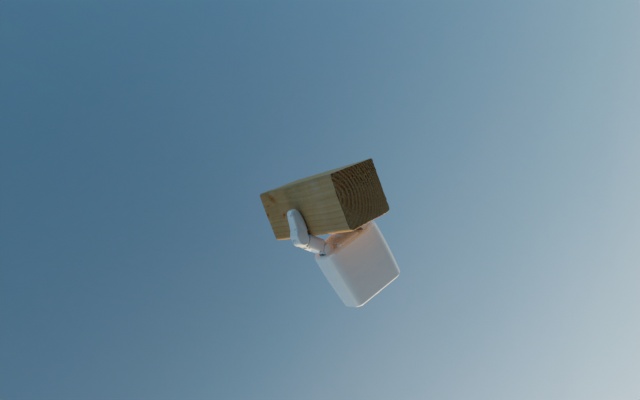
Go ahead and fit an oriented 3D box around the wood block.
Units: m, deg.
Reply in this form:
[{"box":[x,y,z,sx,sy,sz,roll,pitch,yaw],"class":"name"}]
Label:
[{"box":[0.000,0.003,0.785,0.091,0.090,0.206,-24,7,-37],"class":"wood block"}]
